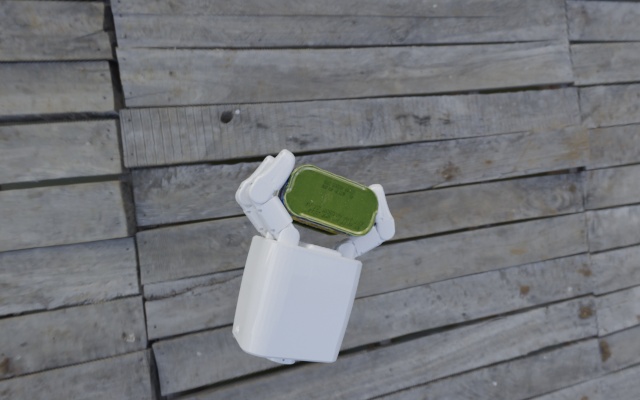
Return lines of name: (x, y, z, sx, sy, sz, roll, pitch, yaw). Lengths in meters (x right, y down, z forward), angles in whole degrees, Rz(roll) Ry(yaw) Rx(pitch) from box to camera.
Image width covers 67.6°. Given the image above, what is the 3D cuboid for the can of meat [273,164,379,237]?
can of meat: (0.000, 0.002, 0.499, 0.102, 0.057, 0.084, 19, -7, -17)
